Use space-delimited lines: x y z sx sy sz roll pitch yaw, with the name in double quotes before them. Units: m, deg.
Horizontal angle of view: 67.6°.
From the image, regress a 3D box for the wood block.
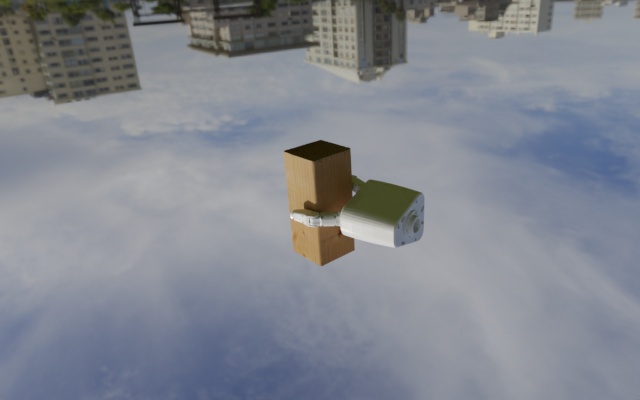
"wood block" 0.000 0.003 0.890 0.091 0.206 0.090 -21 29 -34
